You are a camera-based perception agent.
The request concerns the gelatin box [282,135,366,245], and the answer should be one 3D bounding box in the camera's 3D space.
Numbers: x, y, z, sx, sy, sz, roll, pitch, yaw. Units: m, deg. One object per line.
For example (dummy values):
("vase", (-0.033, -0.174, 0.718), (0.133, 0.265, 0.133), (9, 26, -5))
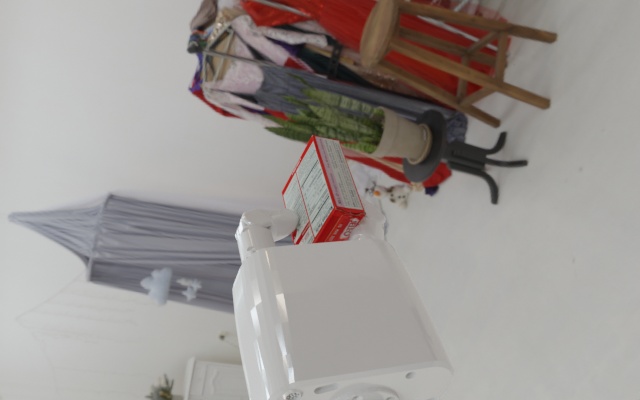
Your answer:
("gelatin box", (0.000, 0.001, 0.403), (0.030, 0.089, 0.073), (8, -46, -27))
